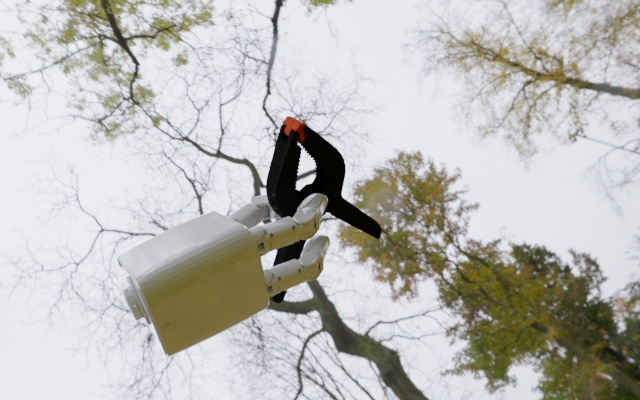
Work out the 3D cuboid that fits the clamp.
[{"bbox_3d":[-0.001,0.001,0.529,0.164,0.210,0.036,-25,38,-26],"label":"clamp"}]
